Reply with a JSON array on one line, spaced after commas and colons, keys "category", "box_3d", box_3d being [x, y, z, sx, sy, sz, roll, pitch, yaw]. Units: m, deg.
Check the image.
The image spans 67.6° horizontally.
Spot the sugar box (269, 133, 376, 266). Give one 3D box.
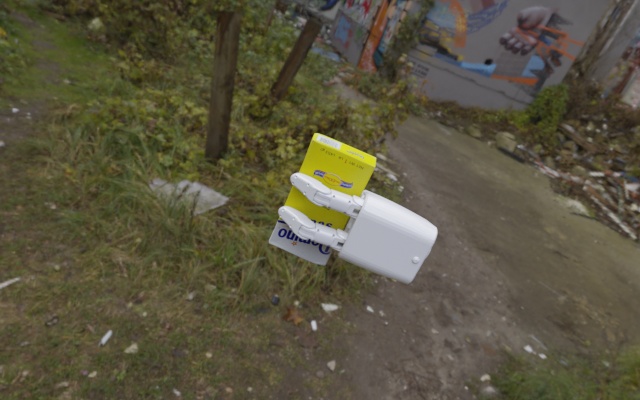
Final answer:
[{"category": "sugar box", "box_3d": [0.000, 0.002, 0.678, 0.093, 0.176, 0.048, 23, 23, -2]}]
